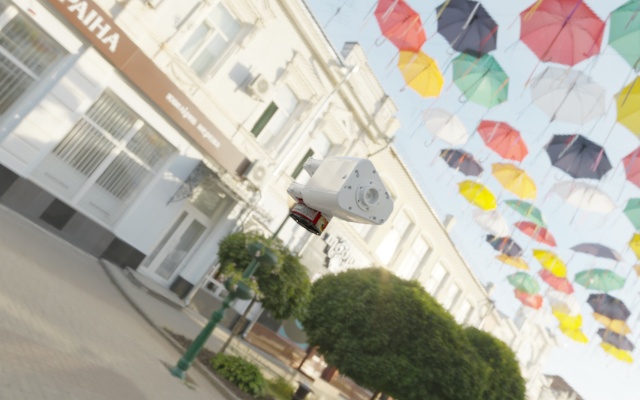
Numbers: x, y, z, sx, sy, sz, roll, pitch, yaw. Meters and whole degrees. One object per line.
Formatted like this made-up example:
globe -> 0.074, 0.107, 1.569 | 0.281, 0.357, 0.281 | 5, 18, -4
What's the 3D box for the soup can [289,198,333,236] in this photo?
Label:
soup can -> 0.000, 0.003, 0.857 | 0.068, 0.102, 0.068 | 32, -14, 9
